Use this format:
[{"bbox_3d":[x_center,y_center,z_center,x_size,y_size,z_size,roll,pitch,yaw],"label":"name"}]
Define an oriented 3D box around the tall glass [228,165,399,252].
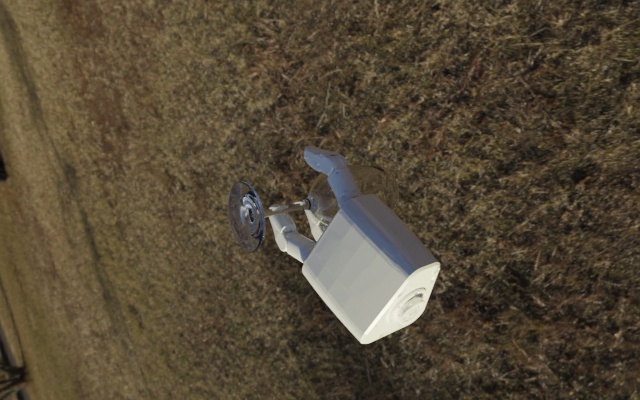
[{"bbox_3d":[-0.001,0.002,0.552,0.201,0.079,0.079,-11,7,-37],"label":"tall glass"}]
